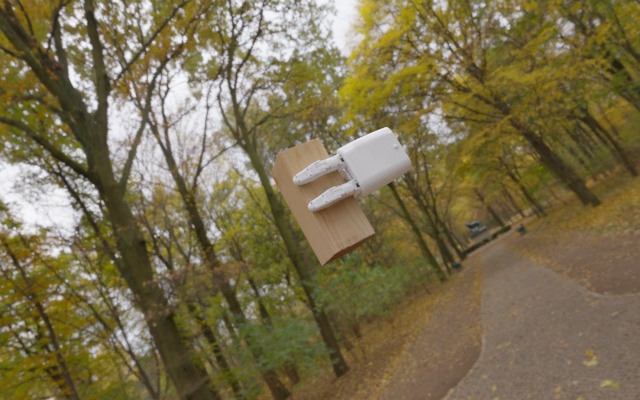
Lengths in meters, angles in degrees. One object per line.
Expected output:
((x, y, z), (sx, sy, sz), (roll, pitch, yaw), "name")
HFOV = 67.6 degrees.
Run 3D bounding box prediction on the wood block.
((0.000, 0.003, 0.882), (0.090, 0.206, 0.091), (-25, -14, -23), "wood block")
